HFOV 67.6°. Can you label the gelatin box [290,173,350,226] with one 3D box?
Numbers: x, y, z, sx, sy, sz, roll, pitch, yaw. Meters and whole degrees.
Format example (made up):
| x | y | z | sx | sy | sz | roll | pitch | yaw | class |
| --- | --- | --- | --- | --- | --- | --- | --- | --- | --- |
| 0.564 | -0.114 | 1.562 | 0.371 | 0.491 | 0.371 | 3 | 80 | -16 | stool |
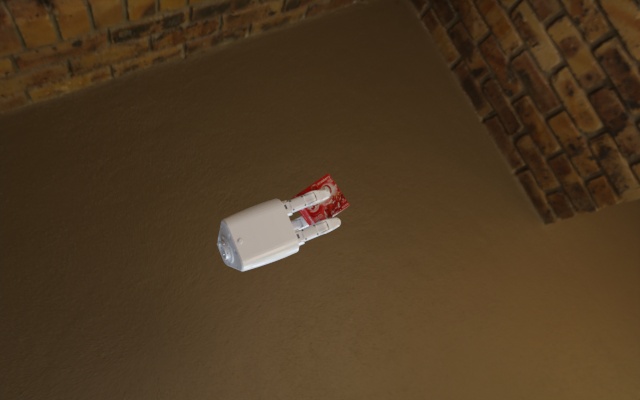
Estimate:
| x | y | z | sx | sy | sz | roll | pitch | yaw | class |
| --- | --- | --- | --- | --- | --- | --- | --- | --- | --- |
| 0.000 | 0.003 | 0.886 | 0.089 | 0.073 | 0.030 | -35 | 0 | -33 | gelatin box |
